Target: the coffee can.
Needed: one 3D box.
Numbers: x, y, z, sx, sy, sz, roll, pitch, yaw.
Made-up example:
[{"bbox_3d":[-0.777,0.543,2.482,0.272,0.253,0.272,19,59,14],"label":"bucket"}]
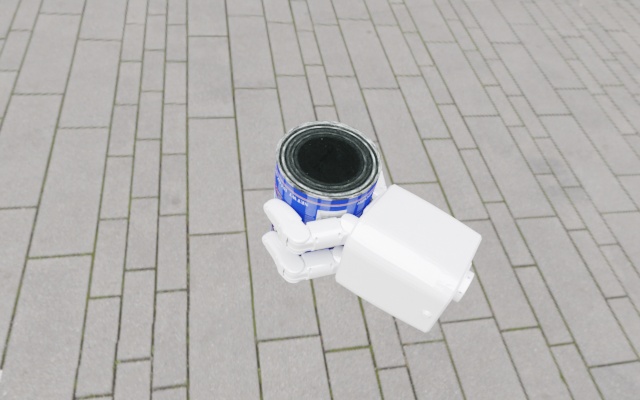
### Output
[{"bbox_3d":[0.000,0.002,0.509,0.103,0.102,0.140,0,-38,-9],"label":"coffee can"}]
